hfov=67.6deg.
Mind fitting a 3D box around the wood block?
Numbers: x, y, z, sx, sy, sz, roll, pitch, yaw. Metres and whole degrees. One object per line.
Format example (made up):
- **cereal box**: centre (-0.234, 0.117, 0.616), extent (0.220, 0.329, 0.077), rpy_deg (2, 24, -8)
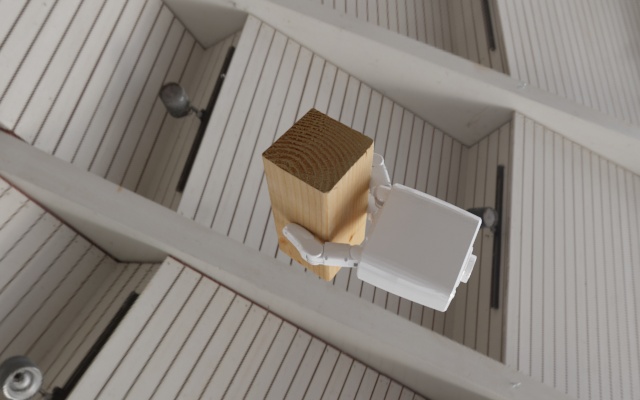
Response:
- **wood block**: centre (0.000, 0.002, 0.591), extent (0.090, 0.090, 0.206), rpy_deg (32, -28, 21)
